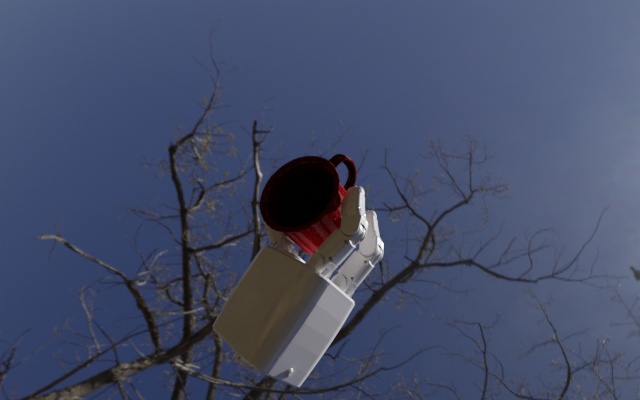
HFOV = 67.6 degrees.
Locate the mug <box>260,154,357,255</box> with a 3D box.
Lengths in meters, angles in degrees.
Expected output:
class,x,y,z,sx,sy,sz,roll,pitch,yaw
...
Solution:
class,x,y,z,sx,sy,sz,roll,pitch,yaw
mug,0.001,0.001,0.531,0.093,0.117,0.081,26,-15,38
